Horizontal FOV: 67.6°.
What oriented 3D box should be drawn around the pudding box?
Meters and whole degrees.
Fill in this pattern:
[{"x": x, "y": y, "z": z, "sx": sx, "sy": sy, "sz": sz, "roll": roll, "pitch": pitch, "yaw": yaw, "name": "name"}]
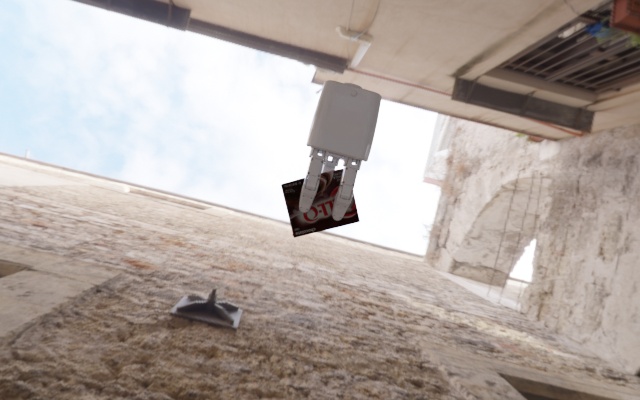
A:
[{"x": 0.000, "y": 0.002, "z": 0.773, "sx": 0.113, "sy": 0.090, "sz": 0.039, "roll": -13, "pitch": 7, "yaw": -2, "name": "pudding box"}]
